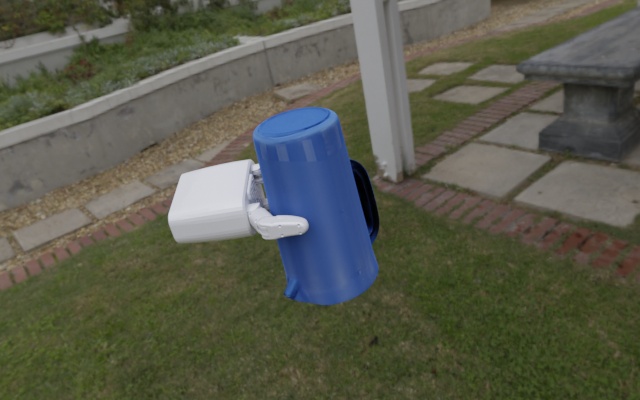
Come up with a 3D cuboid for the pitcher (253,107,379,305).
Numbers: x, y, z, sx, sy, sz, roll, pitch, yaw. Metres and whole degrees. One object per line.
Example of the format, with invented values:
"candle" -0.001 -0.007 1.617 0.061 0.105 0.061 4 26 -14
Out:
"pitcher" 0.000 0.002 0.639 0.145 0.243 0.149 -10 27 7
